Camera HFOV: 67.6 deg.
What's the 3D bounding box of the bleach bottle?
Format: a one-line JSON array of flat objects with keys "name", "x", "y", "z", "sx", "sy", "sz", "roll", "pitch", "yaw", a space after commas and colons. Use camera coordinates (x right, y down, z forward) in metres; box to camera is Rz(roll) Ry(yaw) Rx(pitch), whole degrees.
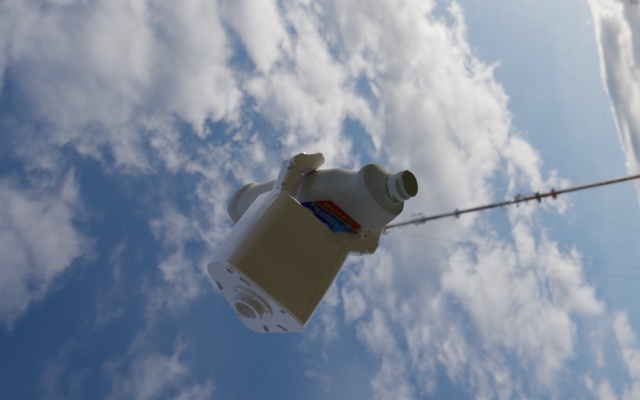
[{"name": "bleach bottle", "x": 0.000, "y": 0.002, "z": 0.574, "sx": 0.251, "sy": 0.102, "sz": 0.068, "roll": -16, "pitch": 30, "yaw": 43}]
